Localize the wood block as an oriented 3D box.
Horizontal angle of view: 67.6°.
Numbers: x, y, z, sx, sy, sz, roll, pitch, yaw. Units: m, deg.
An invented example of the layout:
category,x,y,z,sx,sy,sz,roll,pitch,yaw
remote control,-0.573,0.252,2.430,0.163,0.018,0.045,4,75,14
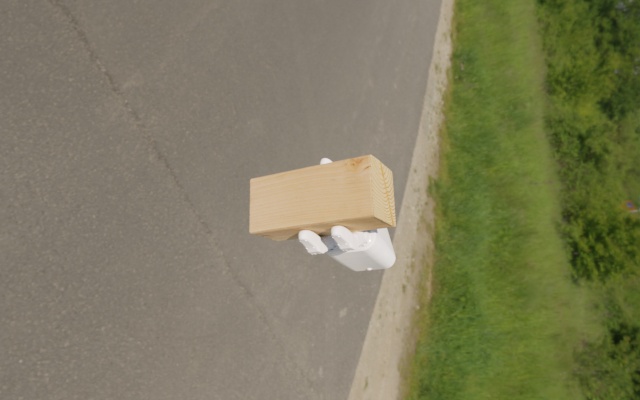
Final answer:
category,x,y,z,sx,sy,sz,roll,pitch,yaw
wood block,0.000,0.002,0.731,0.206,0.090,0.090,-10,-18,27
